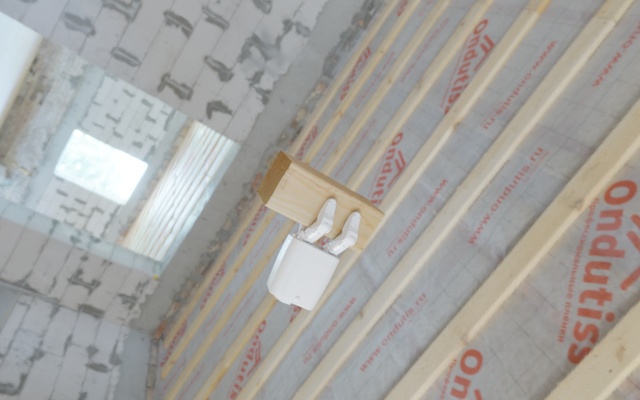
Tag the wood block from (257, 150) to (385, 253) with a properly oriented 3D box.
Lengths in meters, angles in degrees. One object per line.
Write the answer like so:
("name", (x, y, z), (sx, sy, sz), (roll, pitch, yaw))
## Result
("wood block", (0.000, 0.003, 0.869), (0.206, 0.090, 0.090), (28, 8, -25))
